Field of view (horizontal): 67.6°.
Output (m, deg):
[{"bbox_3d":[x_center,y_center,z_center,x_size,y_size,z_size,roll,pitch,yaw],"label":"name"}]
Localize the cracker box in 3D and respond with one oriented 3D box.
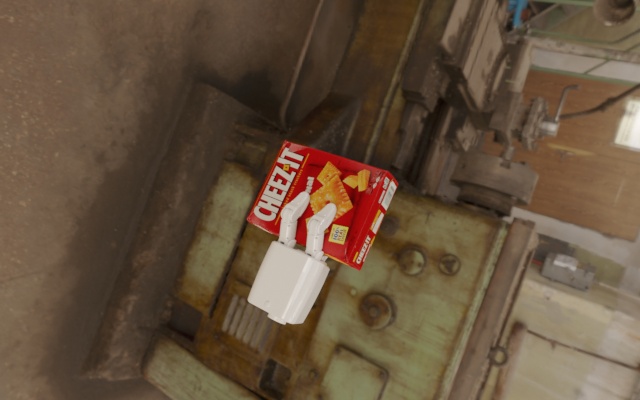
[{"bbox_3d":[0.000,0.003,0.817,0.213,0.164,0.072,20,-10,29],"label":"cracker box"}]
